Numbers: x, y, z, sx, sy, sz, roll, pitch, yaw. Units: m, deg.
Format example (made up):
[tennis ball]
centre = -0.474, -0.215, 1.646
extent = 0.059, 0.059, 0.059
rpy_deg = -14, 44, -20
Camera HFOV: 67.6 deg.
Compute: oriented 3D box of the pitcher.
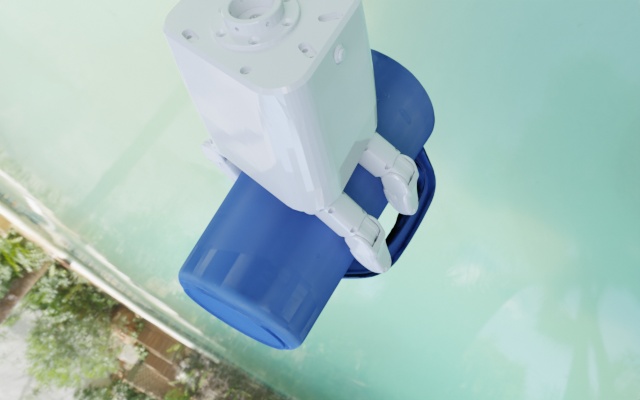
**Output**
[pitcher]
centre = 0.000, 0.001, 0.409
extent = 0.149, 0.242, 0.145
rpy_deg = 21, -27, 22
